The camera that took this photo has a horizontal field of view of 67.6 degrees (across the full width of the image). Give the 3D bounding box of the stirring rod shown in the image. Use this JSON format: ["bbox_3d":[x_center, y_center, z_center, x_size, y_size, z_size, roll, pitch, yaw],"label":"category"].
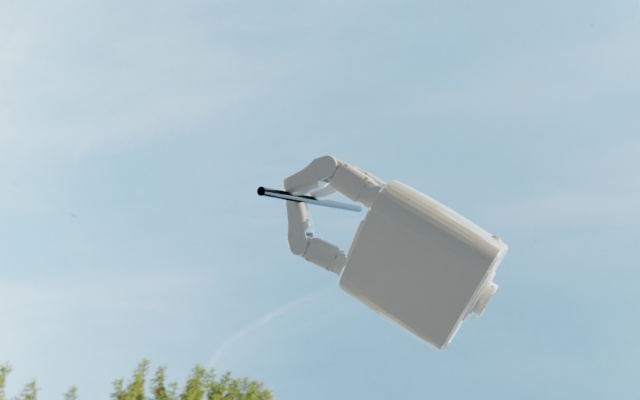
[{"bbox_3d":[0.000,0.002,0.503,0.011,0.011,0.239,0,-4,24],"label":"stirring rod"}]
